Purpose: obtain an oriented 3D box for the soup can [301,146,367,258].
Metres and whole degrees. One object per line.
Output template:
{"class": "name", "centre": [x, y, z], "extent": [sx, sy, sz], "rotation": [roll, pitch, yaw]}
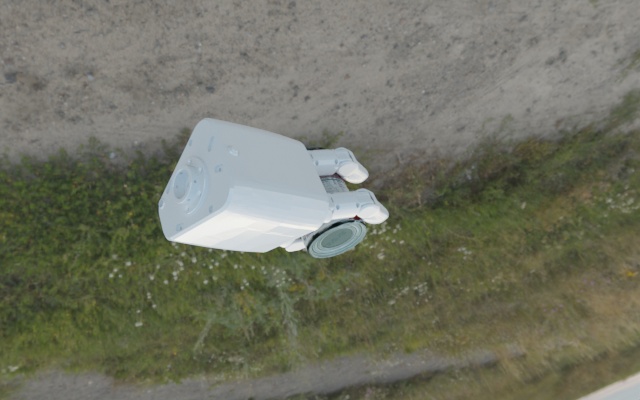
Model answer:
{"class": "soup can", "centre": [0.000, 0.002, 0.514], "extent": [0.068, 0.102, 0.068], "rotation": [-18, -31, -11]}
